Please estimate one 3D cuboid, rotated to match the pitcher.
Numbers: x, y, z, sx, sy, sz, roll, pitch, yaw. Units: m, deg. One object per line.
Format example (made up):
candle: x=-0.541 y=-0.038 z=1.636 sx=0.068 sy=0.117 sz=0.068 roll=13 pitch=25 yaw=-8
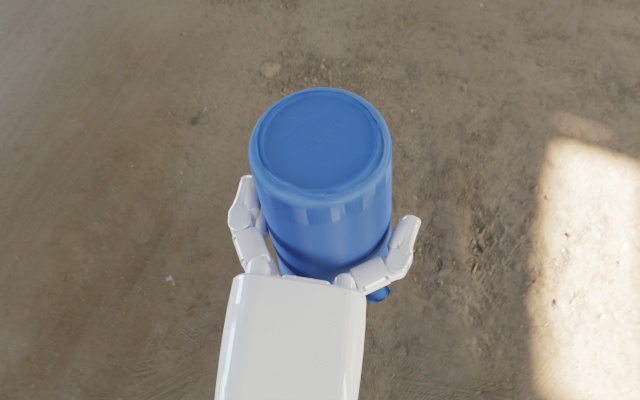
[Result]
pitcher: x=0.000 y=0.002 z=0.460 sx=0.149 sy=0.145 sz=0.243 roll=3 pitch=-26 yaw=6
